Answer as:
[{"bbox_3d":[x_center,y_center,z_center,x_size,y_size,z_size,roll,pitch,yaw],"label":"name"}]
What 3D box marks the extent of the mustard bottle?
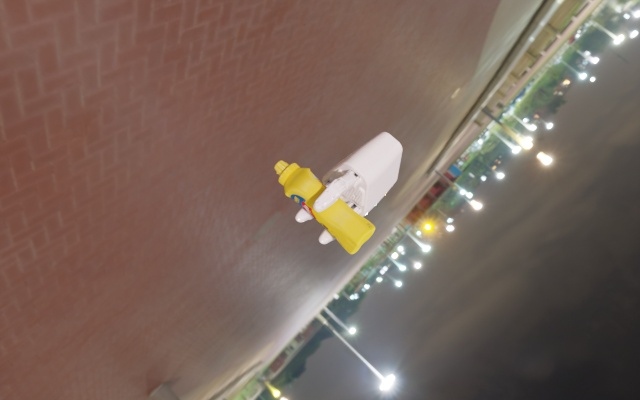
[{"bbox_3d":[0.000,0.003,0.772,0.191,0.058,0.096,42,-5,10],"label":"mustard bottle"}]
